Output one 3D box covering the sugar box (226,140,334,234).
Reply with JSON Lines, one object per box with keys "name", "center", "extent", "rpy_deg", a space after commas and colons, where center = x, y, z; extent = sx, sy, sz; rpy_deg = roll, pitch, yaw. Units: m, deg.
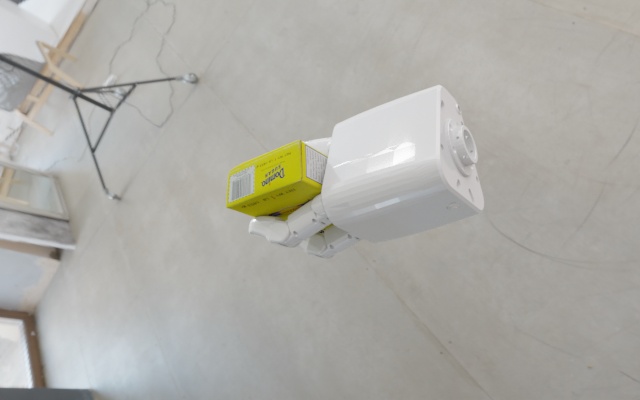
{"name": "sugar box", "center": [0.000, 0.002, 0.485], "extent": [0.093, 0.048, 0.176], "rpy_deg": [-18, -28, 34]}
